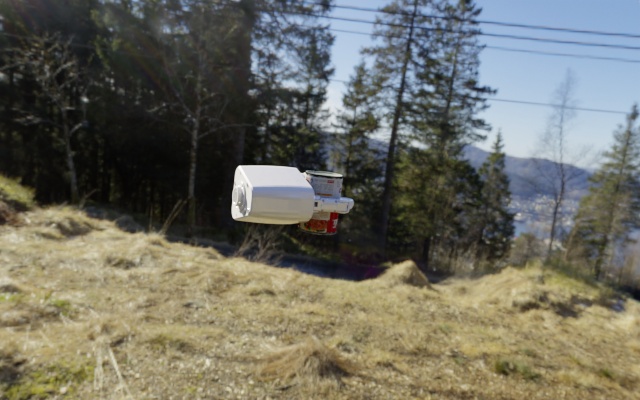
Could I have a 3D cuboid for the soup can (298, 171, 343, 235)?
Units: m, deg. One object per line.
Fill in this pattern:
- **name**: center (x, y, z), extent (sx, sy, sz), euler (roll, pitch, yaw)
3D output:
- **soup can**: center (0.001, 0.002, 0.834), extent (0.068, 0.102, 0.068), euler (7, 9, -1)
